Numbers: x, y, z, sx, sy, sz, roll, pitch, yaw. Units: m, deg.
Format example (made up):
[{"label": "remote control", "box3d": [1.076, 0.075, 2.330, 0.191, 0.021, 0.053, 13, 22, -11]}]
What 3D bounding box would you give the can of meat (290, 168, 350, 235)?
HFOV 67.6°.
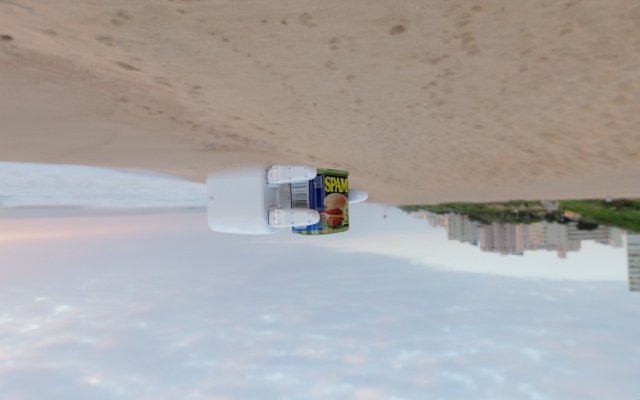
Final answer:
[{"label": "can of meat", "box3d": [0.000, 0.002, 0.641, 0.057, 0.084, 0.102, -2, -1, 27]}]
